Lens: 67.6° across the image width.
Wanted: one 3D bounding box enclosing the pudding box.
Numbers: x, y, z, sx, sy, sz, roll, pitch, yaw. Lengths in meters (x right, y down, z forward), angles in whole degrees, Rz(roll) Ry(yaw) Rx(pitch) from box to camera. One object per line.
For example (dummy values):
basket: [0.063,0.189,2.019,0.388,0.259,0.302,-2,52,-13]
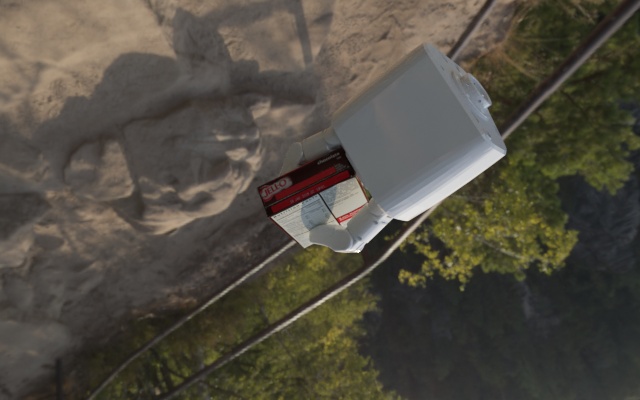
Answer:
pudding box: [0.000,0.002,0.475,0.090,0.039,0.113,-24,-27,6]
